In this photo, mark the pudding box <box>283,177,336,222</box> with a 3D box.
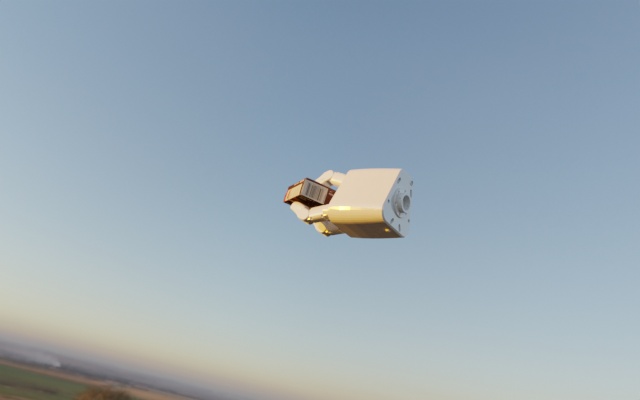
[{"bbox_3d":[0.000,0.003,0.874,0.113,0.039,0.090,26,-19,-18],"label":"pudding box"}]
